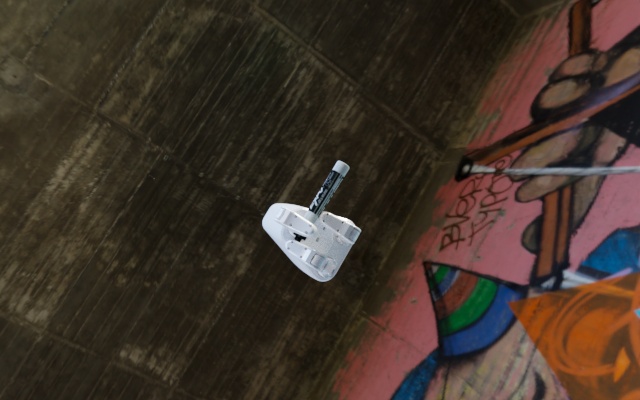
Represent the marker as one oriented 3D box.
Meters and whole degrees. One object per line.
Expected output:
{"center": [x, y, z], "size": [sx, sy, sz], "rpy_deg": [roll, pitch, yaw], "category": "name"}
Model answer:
{"center": [0.000, 0.002, 0.636], "size": [0.020, 0.121, 0.020], "rpy_deg": [31, -8, 5], "category": "marker"}
